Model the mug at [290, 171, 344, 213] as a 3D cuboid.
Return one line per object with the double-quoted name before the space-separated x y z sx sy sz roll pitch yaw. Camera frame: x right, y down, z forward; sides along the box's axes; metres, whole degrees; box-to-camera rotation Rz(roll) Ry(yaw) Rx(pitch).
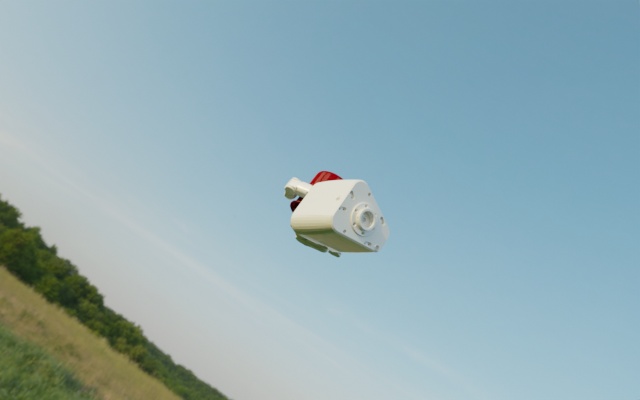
"mug" -0.001 0.003 0.850 0.093 0.081 0.117 48 -26 -25
